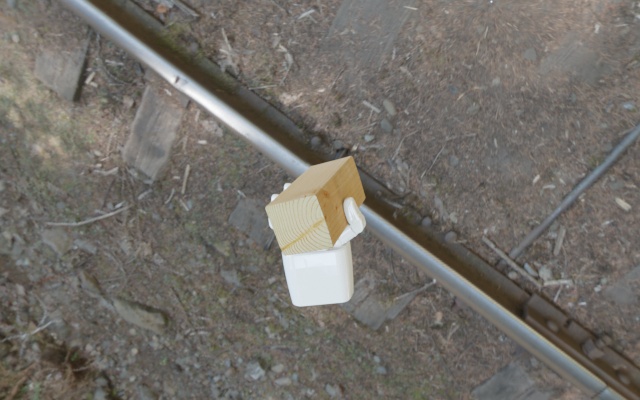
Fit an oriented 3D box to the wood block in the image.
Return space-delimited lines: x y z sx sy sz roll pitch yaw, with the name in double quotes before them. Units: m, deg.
"wood block" 0.000 0.003 0.815 0.091 0.090 0.206 -12 17 24
